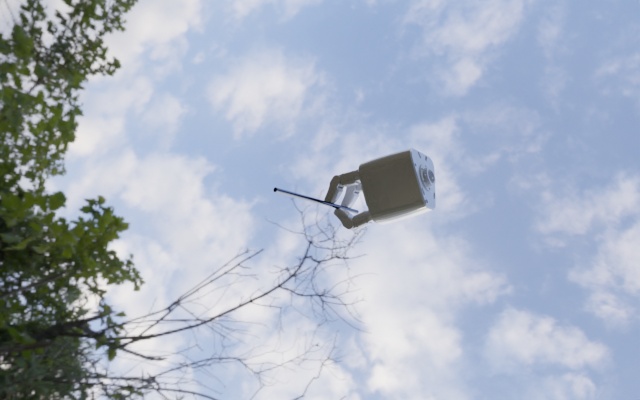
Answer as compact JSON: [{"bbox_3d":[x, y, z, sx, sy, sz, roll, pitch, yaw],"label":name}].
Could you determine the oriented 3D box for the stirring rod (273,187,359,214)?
[{"bbox_3d":[0.000,0.003,0.866,0.011,0.011,0.239,0,-10,38],"label":"stirring rod"}]
